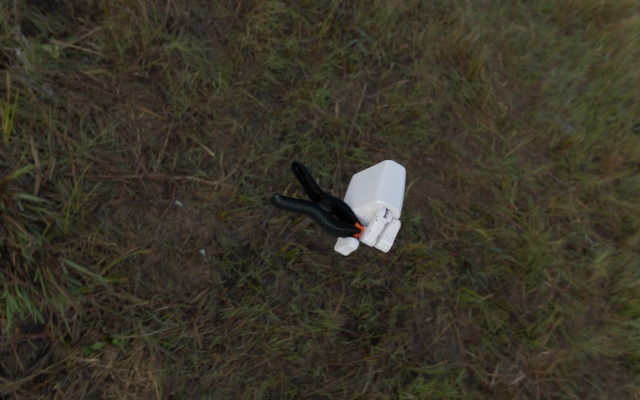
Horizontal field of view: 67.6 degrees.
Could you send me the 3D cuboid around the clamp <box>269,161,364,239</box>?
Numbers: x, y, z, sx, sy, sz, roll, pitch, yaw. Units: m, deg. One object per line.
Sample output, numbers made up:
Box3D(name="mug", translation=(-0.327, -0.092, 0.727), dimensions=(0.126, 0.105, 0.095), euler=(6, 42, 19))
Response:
Box3D(name="clamp", translation=(0.001, 0.003, 0.819), dimensions=(0.171, 0.120, 0.039), euler=(31, -43, -17))
